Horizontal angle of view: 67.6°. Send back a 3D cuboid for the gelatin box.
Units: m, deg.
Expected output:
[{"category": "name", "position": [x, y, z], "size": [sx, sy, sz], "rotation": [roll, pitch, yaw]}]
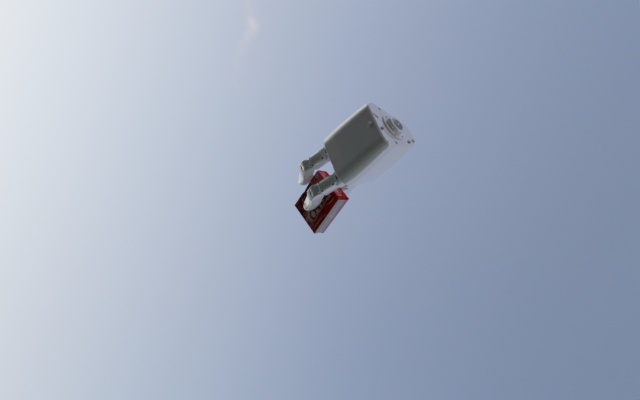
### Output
[{"category": "gelatin box", "position": [0.000, 0.003, 0.852], "size": [0.030, 0.089, 0.073], "rotation": [1, 43, -46]}]
